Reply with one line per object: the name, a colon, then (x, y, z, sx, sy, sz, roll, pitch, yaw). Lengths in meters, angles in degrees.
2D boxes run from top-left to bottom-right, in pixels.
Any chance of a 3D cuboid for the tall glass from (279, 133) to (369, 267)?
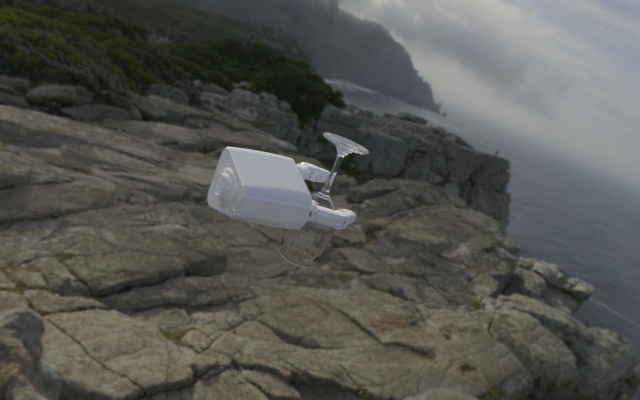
tall glass: (0.001, 0.002, 0.734, 0.079, 0.201, 0.079, 21, 17, -7)
